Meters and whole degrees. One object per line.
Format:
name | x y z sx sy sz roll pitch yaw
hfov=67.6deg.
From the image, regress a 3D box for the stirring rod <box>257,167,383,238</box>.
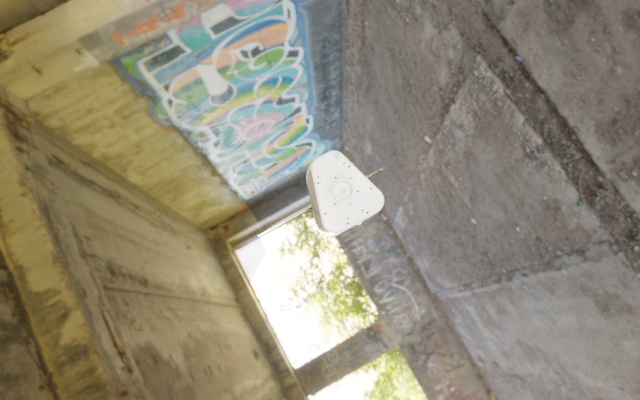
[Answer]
stirring rod | 0.000 0.003 0.815 0.239 0.011 0.011 -29 2 -5
